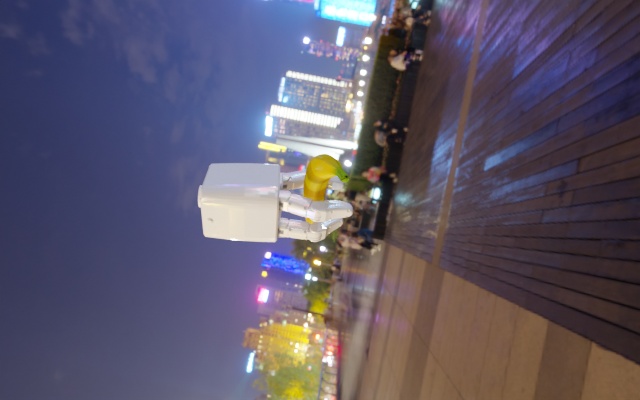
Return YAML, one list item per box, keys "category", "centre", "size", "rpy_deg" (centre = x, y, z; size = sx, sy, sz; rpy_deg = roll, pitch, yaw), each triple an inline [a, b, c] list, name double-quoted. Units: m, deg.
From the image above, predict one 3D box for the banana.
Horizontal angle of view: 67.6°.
- category: "banana"
  centre: [-0.003, -0.016, 0.700]
  size: [0.037, 0.069, 0.198]
  rpy_deg: [-6, -22, -13]
